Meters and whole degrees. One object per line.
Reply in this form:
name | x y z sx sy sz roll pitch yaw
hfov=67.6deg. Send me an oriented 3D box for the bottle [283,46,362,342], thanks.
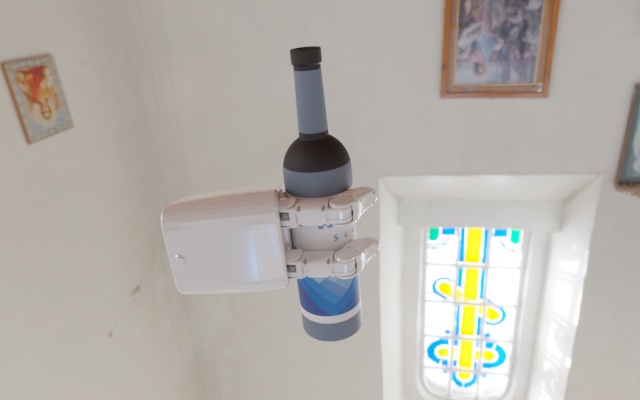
bottle | 0.000 0.002 0.475 0.069 0.296 0.069 -5 23 2
